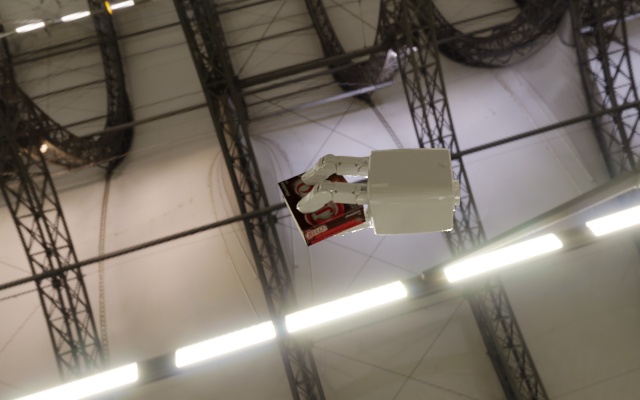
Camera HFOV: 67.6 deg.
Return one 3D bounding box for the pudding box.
[{"bbox_3d":[0.000,0.002,0.673,0.090,0.039,0.113,-22,42,-9],"label":"pudding box"}]
